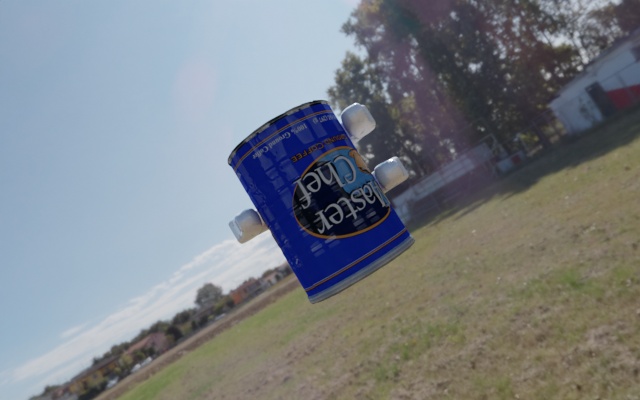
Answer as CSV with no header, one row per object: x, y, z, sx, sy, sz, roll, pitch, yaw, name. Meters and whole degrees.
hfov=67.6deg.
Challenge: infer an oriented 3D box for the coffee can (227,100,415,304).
0.000,0.001,0.409,0.103,0.140,0.103,-31,-5,-3,coffee can
